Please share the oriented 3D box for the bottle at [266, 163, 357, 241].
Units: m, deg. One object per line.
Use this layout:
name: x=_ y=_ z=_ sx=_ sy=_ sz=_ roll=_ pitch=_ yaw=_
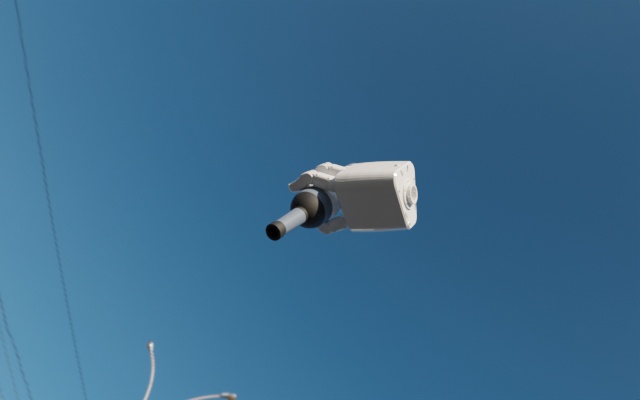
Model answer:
bottle: x=0.000 y=0.003 z=0.829 sx=0.069 sy=0.069 sz=0.295 roll=0 pitch=18 yaw=30
